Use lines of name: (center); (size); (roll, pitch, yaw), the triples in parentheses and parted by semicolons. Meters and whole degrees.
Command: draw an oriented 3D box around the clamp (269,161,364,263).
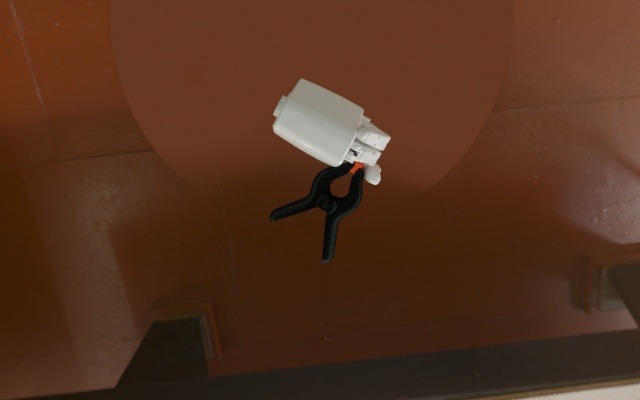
clamp: (0.000, 0.002, 0.735); (0.120, 0.171, 0.039); (28, 16, -3)
